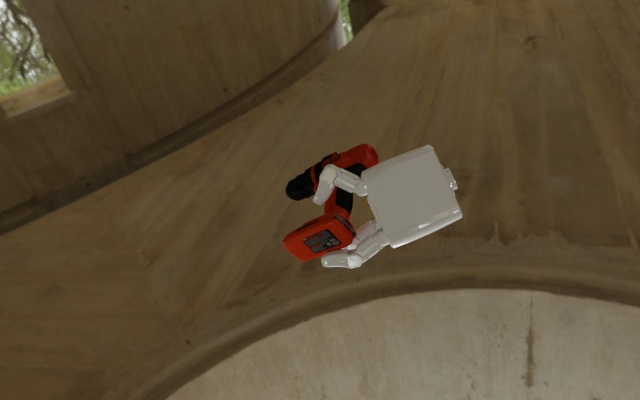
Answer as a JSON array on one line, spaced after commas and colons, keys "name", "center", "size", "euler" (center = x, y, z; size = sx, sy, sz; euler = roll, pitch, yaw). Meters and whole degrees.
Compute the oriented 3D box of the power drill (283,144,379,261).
[{"name": "power drill", "center": [0.000, 0.003, 0.753], "size": [0.184, 0.187, 0.057], "euler": [-25, -56, 34]}]
